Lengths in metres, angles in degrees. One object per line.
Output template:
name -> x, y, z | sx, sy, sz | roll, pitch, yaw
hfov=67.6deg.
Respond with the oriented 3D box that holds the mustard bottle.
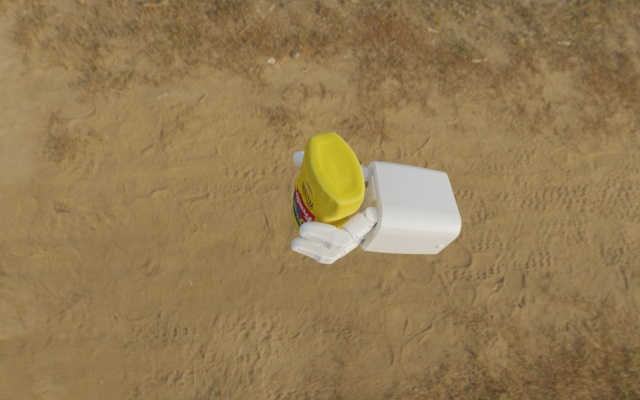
mustard bottle -> 0.000, 0.002, 0.611 | 0.058, 0.096, 0.192 | -18, -21, -19
